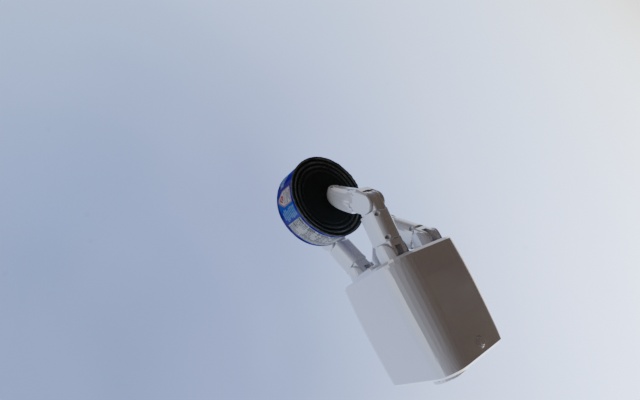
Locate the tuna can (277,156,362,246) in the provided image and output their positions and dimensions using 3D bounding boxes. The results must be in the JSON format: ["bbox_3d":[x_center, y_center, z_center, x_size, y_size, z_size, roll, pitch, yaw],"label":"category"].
[{"bbox_3d":[0.000,0.002,0.478,0.086,0.086,0.034,0,-24,-37],"label":"tuna can"}]
